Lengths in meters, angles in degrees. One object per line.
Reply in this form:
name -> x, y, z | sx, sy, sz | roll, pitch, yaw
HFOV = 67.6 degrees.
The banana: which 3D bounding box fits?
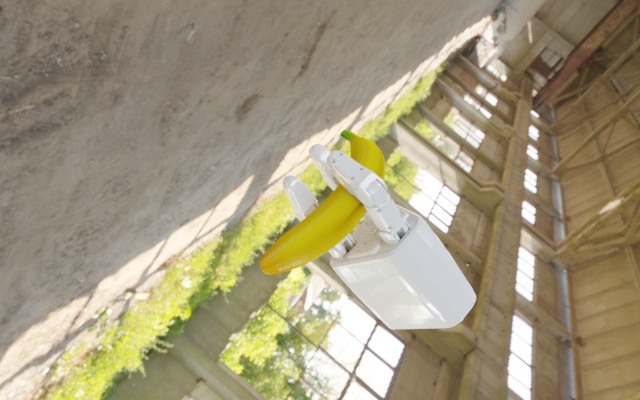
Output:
banana -> 0.017, -0.001, 0.457 | 0.069, 0.037, 0.197 | 0, 42, 35
